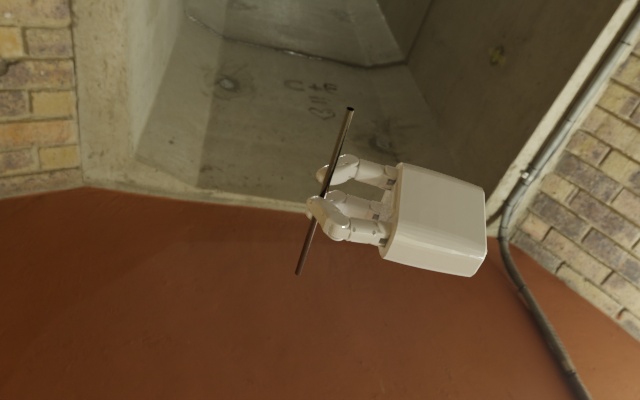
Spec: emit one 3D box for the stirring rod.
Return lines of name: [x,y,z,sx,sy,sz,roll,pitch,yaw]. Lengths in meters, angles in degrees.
stirring rod: [0.000,0.002,0.540,0.011,0.240,0.011,11,38,-9]
